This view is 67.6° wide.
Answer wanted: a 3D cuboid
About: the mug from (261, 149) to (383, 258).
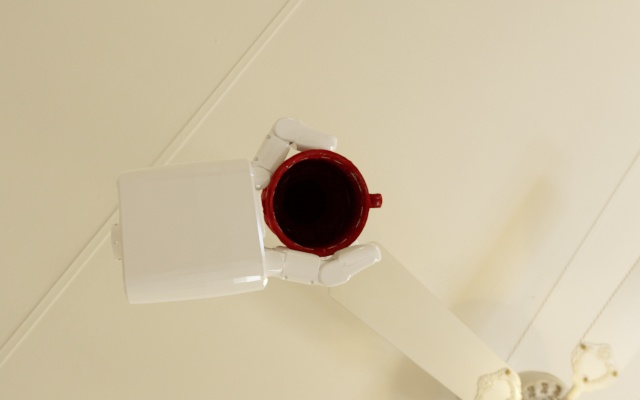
[{"bbox_3d":[0.001,0.001,0.450,0.117,0.093,0.081,-5,1,-15],"label":"mug"}]
